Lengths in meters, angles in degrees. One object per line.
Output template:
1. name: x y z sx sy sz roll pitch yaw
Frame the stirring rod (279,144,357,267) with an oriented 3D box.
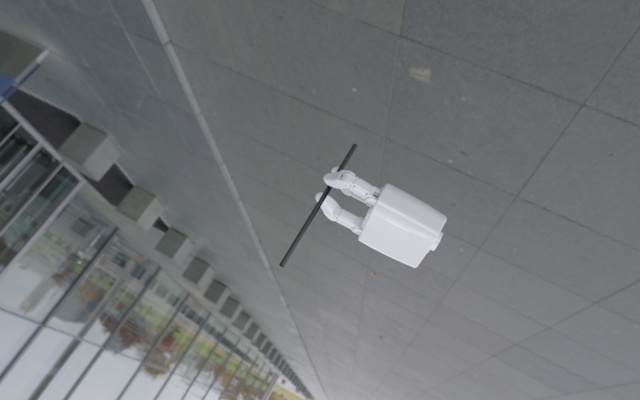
1. stirring rod: 0.000 0.002 0.757 0.011 0.239 0.011 27 -22 12
